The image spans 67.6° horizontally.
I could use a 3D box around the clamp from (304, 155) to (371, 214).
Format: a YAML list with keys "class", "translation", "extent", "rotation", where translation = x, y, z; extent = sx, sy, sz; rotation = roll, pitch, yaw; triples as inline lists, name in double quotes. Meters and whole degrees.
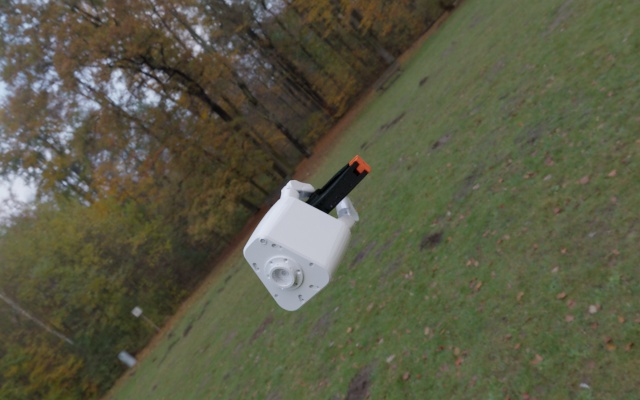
- class: "clamp"
  translation: [0.000, 0.002, 0.729]
  extent: [0.210, 0.036, 0.164]
  rotation: [-44, 8, 29]
